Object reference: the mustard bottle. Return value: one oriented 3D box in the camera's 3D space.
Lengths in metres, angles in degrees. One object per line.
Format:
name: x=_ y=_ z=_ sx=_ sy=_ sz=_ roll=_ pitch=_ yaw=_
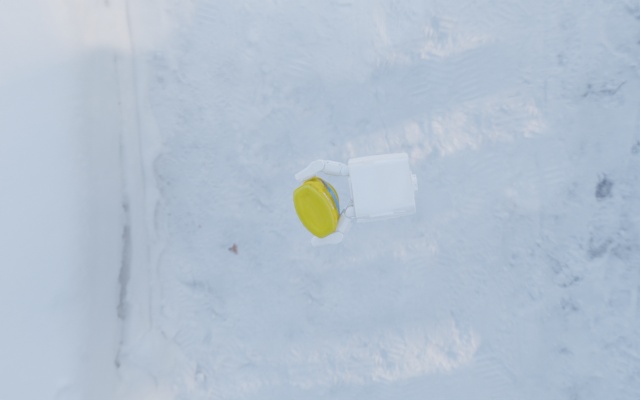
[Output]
mustard bottle: x=0.000 y=0.003 z=0.884 sx=0.058 sy=0.096 sz=0.191 roll=-31 pitch=5 yaw=11
